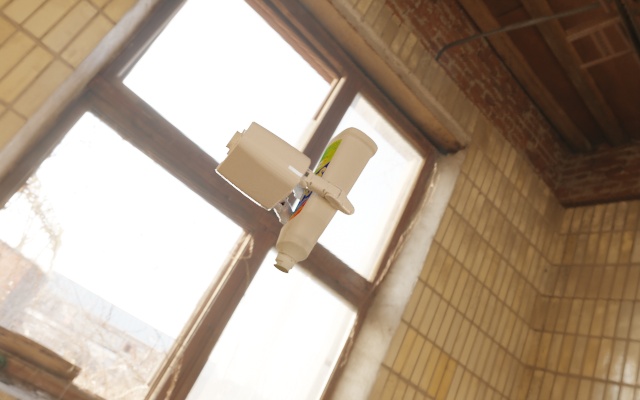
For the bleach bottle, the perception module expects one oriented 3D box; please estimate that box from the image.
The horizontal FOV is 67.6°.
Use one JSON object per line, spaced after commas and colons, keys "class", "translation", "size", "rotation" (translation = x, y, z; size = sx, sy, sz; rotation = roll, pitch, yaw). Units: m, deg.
{"class": "bleach bottle", "translation": [0.000, 0.003, 0.765], "size": [0.068, 0.250, 0.102], "rotation": [36, -25, -14]}
